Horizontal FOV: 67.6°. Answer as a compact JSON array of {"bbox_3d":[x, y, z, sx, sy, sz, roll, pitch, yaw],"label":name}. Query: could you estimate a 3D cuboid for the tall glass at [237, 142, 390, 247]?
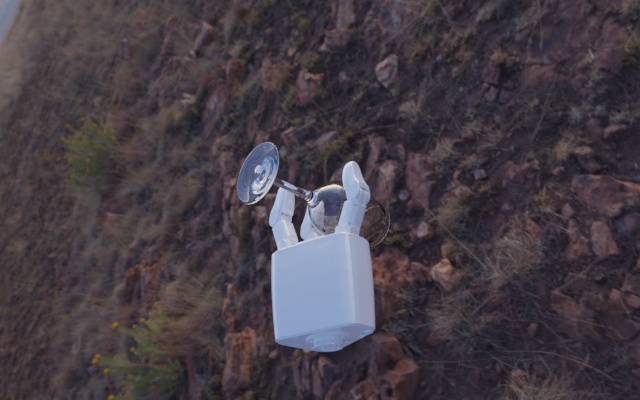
[{"bbox_3d":[0.000,0.002,0.593,0.201,0.079,0.079,24,-16,-38],"label":"tall glass"}]
